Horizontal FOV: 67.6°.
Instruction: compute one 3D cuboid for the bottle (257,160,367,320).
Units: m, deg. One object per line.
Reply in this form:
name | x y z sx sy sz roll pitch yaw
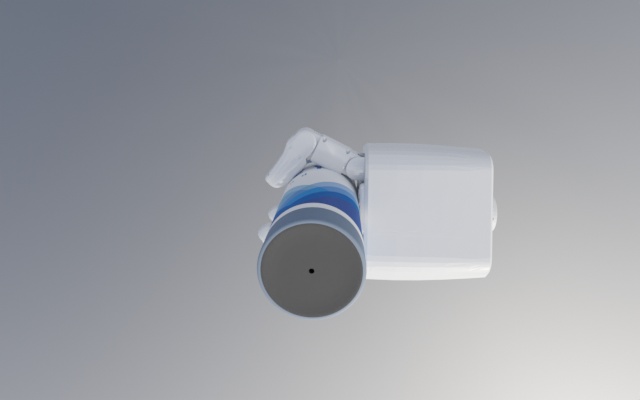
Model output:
bottle | 0.000 0.001 0.427 0.069 0.069 0.295 0 16 2
